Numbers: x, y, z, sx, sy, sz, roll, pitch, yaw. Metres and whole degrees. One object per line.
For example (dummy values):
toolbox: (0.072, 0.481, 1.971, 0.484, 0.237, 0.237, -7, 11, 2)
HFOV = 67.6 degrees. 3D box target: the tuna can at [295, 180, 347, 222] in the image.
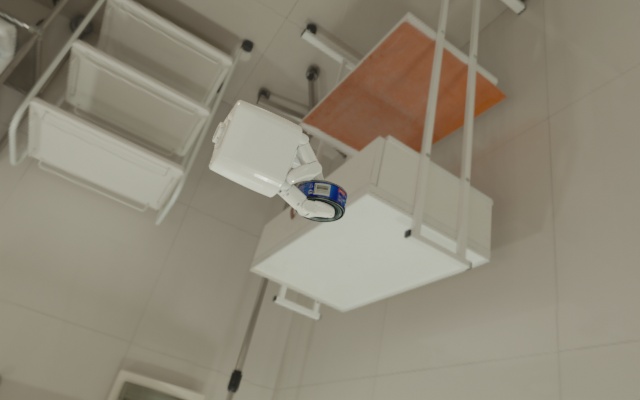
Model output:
tuna can: (0.000, 0.003, 0.786, 0.086, 0.033, 0.086, 6, -29, 4)
